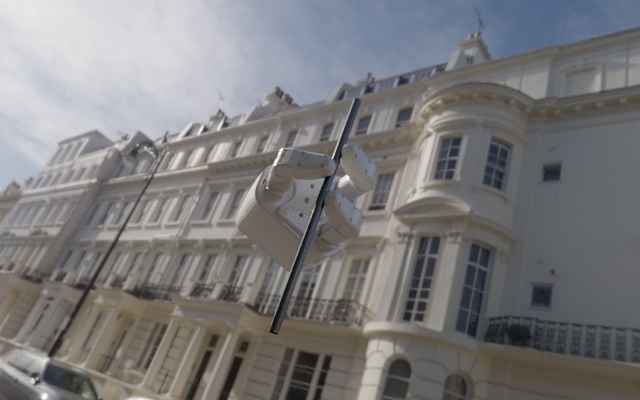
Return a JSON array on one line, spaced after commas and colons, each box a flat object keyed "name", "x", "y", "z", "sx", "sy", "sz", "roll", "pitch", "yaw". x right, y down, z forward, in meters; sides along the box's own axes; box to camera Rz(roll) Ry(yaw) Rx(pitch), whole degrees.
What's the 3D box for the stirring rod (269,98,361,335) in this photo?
[{"name": "stirring rod", "x": 0.000, "y": 0.001, "z": 0.423, "sx": 0.011, "sy": 0.239, "sz": 0.011, "roll": 16, "pitch": -27, "yaw": 8}]
